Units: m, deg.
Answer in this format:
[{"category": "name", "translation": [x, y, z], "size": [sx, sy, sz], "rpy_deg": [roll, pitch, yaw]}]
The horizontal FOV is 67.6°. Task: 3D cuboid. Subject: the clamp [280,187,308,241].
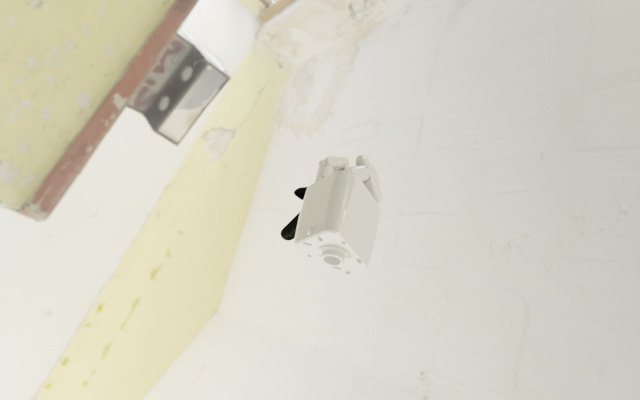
[{"category": "clamp", "translation": [0.001, 0.003, 0.792], "size": [0.039, 0.120, 0.171], "rpy_deg": [36, -41, -27]}]
